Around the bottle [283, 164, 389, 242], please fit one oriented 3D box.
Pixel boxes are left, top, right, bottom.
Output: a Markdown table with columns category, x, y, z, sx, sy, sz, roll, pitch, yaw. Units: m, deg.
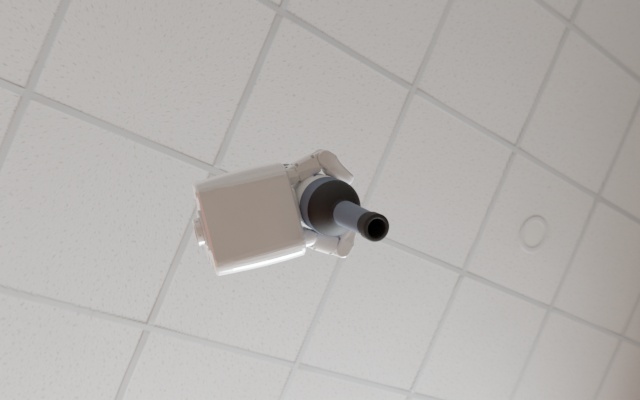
| category | x | y | z | sx | sy | sz | roll | pitch | yaw |
| --- | --- | --- | --- | --- | --- | --- | --- | --- | --- |
| bottle | 0.000 | 0.002 | 0.582 | 0.069 | 0.069 | 0.295 | 0 | 9 | -21 |
